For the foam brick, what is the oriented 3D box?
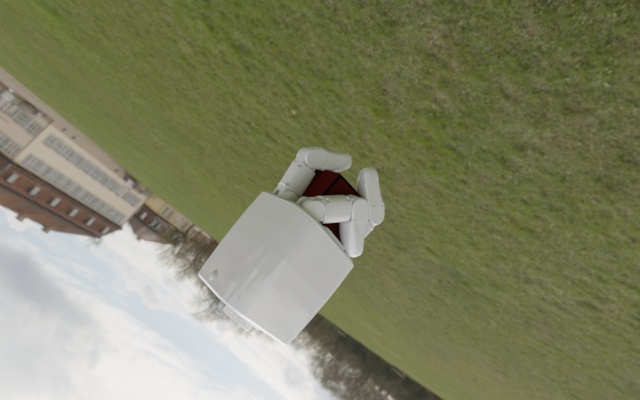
[{"bbox_3d":[0.000,0.002,0.502,0.053,0.051,0.078,46,-13,-29],"label":"foam brick"}]
